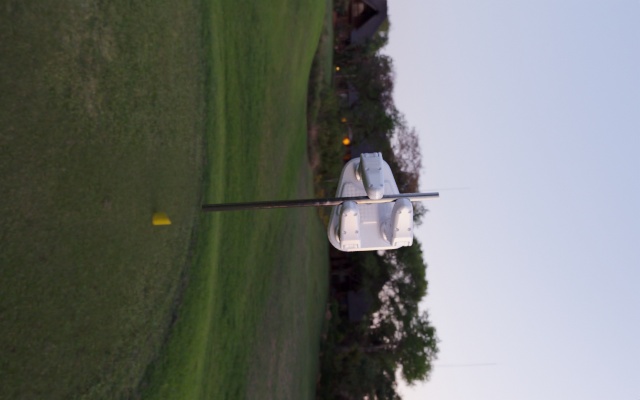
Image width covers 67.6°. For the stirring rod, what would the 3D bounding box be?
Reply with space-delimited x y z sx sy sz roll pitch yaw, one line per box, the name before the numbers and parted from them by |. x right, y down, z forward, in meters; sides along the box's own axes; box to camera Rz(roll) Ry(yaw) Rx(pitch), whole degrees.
stirring rod | 0.000 0.002 0.487 0.239 0.011 0.011 -3 0 0
